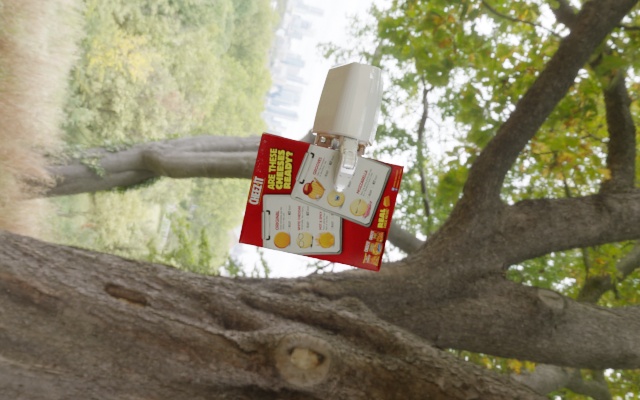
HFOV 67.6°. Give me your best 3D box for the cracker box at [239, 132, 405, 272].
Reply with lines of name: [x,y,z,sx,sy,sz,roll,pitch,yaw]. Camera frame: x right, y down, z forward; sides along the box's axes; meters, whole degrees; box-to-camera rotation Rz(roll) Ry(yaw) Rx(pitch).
cracker box: [0.000,0.002,0.717,0.214,0.164,0.072,13,3,-7]
